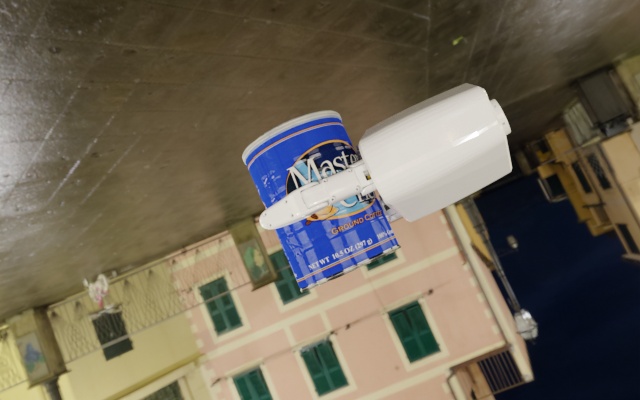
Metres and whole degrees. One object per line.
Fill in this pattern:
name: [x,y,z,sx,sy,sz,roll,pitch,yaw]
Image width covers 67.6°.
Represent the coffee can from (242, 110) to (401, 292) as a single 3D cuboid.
coffee can: [0.000,0.001,0.453,0.103,0.140,0.103,-24,-7,-3]
